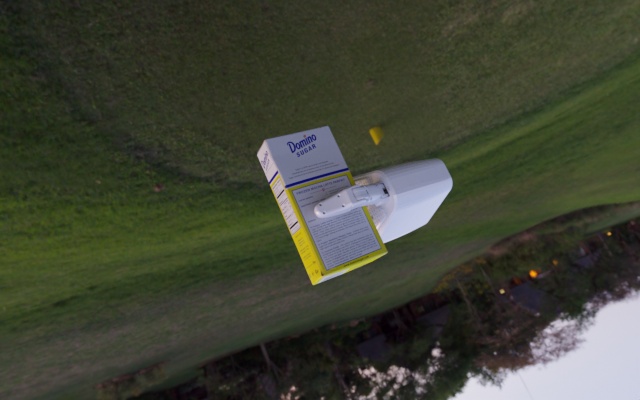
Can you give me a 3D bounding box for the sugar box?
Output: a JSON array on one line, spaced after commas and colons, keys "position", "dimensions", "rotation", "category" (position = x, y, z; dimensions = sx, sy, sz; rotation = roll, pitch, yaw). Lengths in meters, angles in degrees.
[{"position": [0.000, 0.002, 0.576], "dimensions": [0.093, 0.176, 0.048], "rotation": [-17, -17, -29], "category": "sugar box"}]
